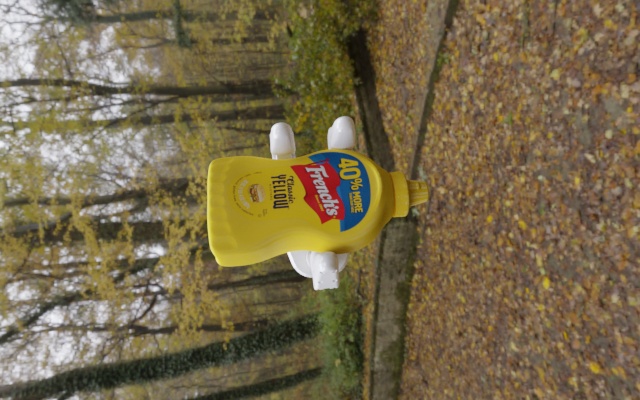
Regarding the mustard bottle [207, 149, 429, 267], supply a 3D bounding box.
[{"bbox_3d":[0.000,0.001,0.423,0.191,0.096,0.058,-5,-30,-4],"label":"mustard bottle"}]
